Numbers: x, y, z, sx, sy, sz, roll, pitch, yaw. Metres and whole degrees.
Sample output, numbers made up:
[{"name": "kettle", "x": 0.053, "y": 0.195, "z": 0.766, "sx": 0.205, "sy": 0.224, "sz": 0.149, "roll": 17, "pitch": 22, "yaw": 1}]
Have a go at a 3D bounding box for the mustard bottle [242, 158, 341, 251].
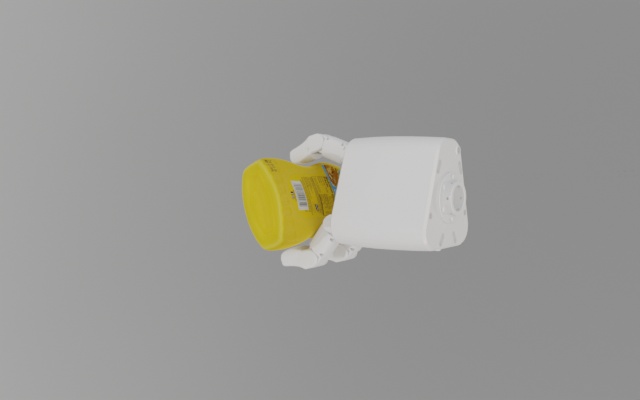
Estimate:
[{"name": "mustard bottle", "x": 0.000, "y": 0.002, "z": 0.564, "sx": 0.058, "sy": 0.096, "sz": 0.191, "roll": -28, "pitch": -16, "yaw": 38}]
